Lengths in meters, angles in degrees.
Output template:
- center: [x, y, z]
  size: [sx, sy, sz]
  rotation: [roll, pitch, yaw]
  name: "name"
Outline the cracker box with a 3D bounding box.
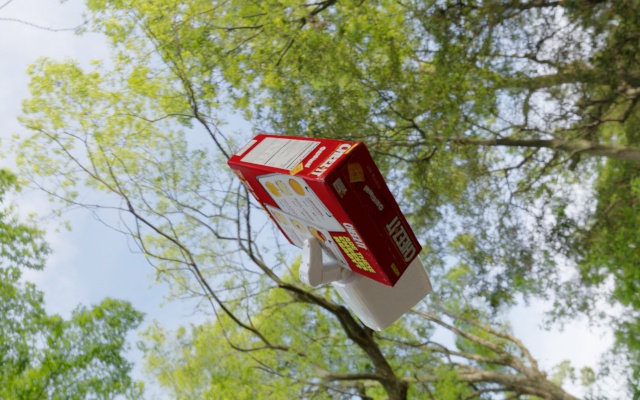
- center: [0.000, 0.002, 0.585]
  size: [0.072, 0.164, 0.213]
  rotation: [-47, 32, -21]
  name: "cracker box"
